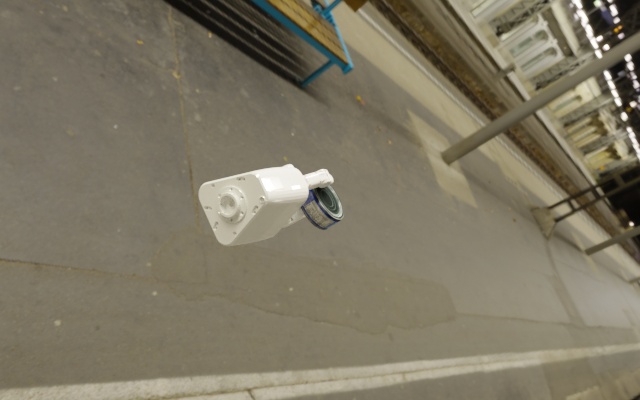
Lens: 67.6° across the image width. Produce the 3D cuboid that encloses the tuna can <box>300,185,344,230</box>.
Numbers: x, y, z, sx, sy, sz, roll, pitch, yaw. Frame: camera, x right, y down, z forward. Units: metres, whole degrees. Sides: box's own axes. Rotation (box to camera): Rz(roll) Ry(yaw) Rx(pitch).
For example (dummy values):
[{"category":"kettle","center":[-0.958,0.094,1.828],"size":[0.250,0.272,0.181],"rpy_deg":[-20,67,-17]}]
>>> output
[{"category":"tuna can","center":[0.001,0.002,0.771],"size":[0.034,0.086,0.086],"rpy_deg":[-32,-14,23]}]
